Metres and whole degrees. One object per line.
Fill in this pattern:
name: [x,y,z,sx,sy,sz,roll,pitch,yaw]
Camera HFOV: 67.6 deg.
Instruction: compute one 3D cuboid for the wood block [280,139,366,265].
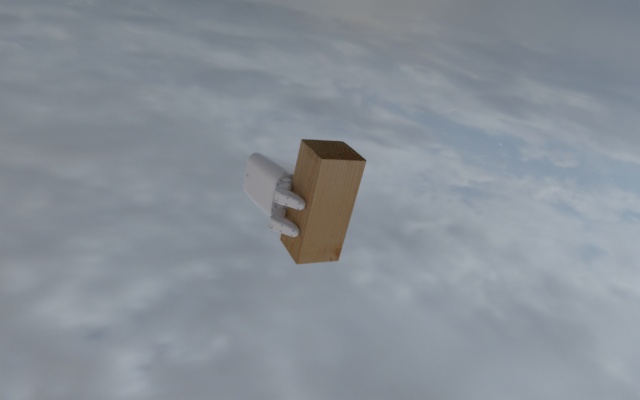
wood block: [0.000,0.003,0.863,0.091,0.206,0.090,-1,29,-29]
